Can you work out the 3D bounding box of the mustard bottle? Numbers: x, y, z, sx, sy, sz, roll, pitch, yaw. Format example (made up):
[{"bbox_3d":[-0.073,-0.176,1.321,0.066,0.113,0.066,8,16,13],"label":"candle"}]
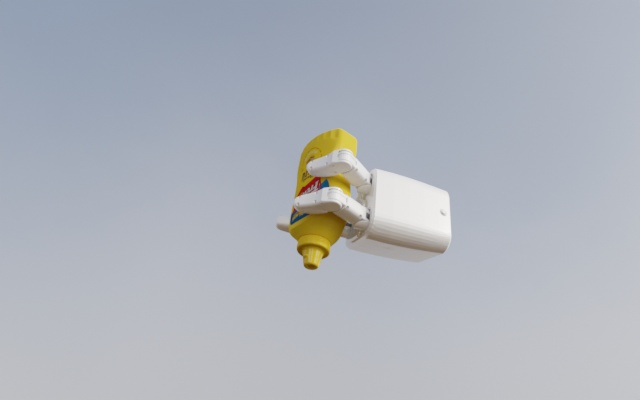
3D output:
[{"bbox_3d":[0.000,0.002,0.621,0.058,0.191,0.096,31,-41,-29],"label":"mustard bottle"}]
